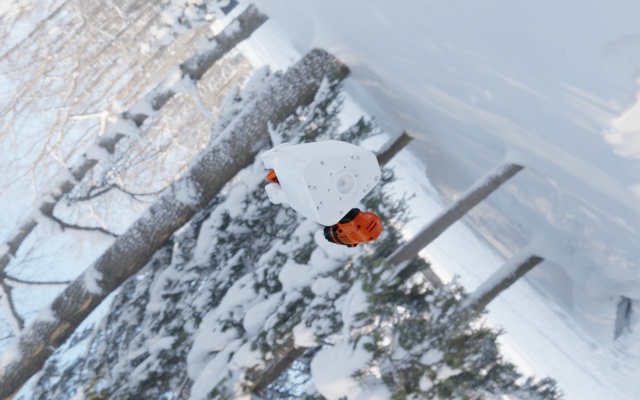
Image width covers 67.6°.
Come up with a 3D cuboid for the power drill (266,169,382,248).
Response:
[{"bbox_3d":[0.000,0.002,0.787,0.188,0.057,0.184,42,-19,-10],"label":"power drill"}]
